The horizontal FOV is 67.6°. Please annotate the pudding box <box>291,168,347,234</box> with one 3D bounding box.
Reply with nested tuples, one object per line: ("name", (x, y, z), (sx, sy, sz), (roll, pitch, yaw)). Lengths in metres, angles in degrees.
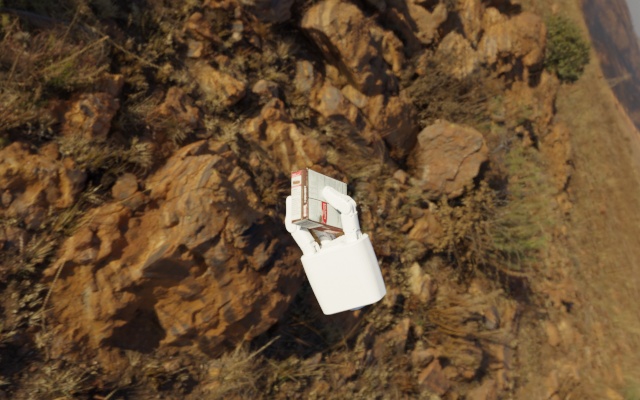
("pudding box", (0.000, 0.003, 0.802), (0.039, 0.090, 0.113), (-13, -20, 35))
